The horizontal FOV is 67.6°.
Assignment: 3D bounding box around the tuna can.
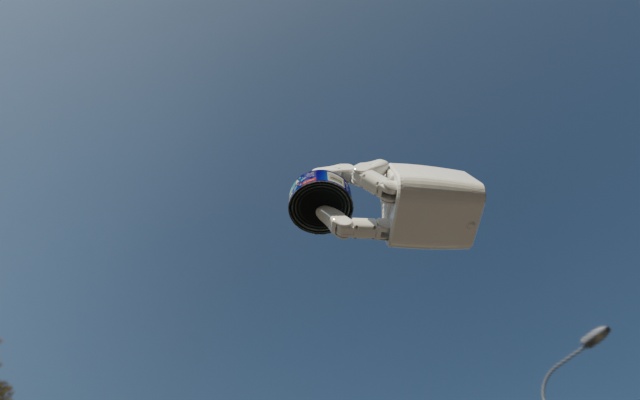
[{"bbox_3d":[0.000,0.002,0.639,0.086,0.086,0.033,0,35,-2],"label":"tuna can"}]
